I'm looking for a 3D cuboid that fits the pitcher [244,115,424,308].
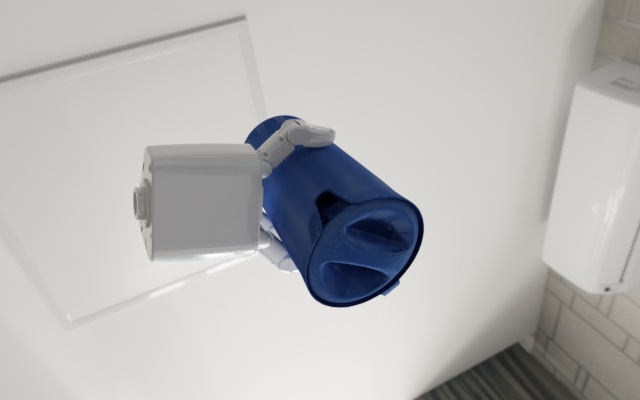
[{"bbox_3d":[0.000,0.002,0.552,0.145,0.149,0.242,-3,32,-29],"label":"pitcher"}]
